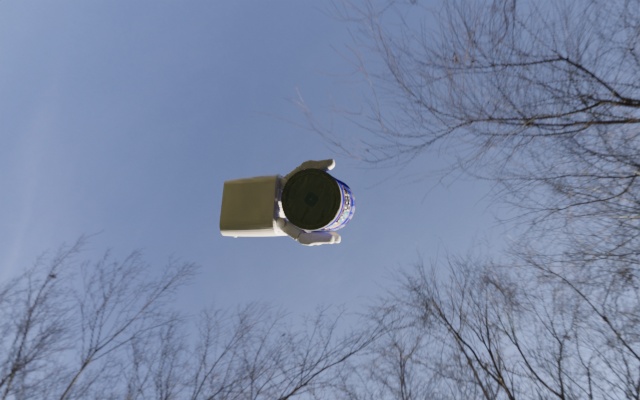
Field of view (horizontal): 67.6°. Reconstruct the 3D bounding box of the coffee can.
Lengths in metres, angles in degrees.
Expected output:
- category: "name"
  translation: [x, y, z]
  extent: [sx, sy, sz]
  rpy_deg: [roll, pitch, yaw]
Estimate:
- category: "coffee can"
  translation: [0.000, 0.003, 0.846]
  extent: [0.103, 0.103, 0.140]
  rpy_deg: [0, -4, 13]
